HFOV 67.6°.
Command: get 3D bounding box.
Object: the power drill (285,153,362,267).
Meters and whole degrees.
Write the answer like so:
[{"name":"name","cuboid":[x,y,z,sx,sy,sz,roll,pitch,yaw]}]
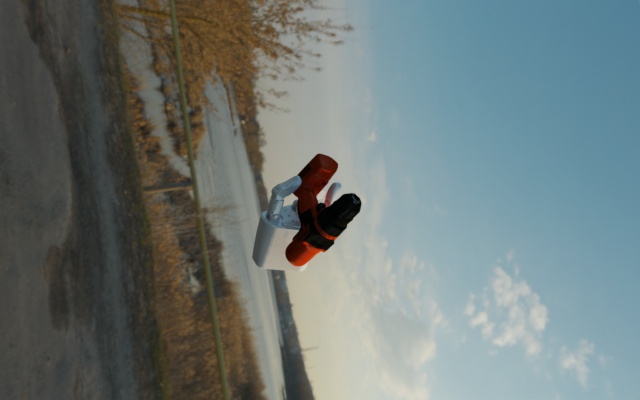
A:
[{"name":"power drill","cuboid":[0.000,0.003,0.852,0.057,0.187,0.184,29,-54,-26]}]
